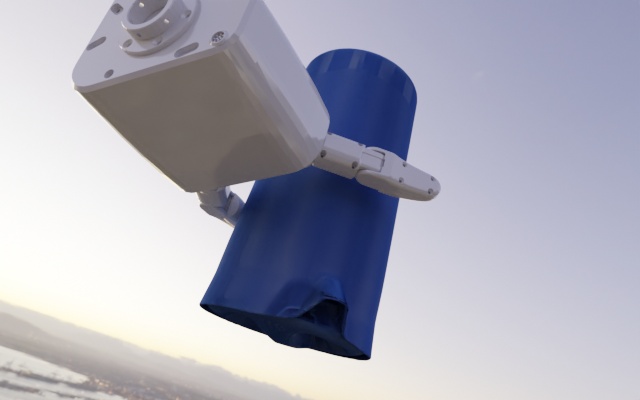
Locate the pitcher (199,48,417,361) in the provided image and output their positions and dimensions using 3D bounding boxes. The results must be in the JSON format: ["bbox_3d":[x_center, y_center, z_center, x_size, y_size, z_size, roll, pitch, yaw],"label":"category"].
[{"bbox_3d":[0.000,0.001,0.408,0.149,0.242,0.145,6,-25,27],"label":"pitcher"}]
